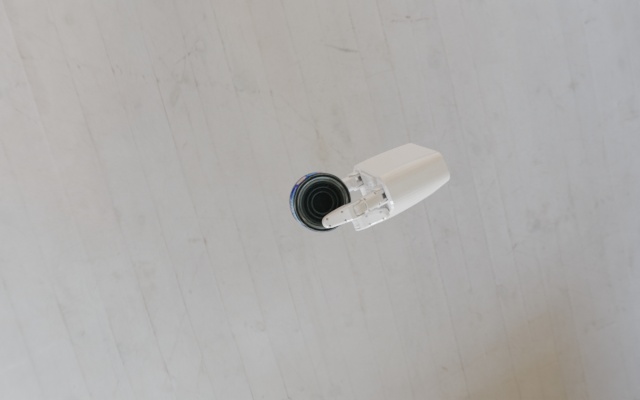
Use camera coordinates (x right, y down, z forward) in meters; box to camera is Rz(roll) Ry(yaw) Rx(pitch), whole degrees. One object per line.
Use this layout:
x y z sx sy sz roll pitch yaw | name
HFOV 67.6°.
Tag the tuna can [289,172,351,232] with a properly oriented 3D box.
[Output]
0.000 0.002 0.684 0.086 0.086 0.034 0 4 -13 | tuna can
